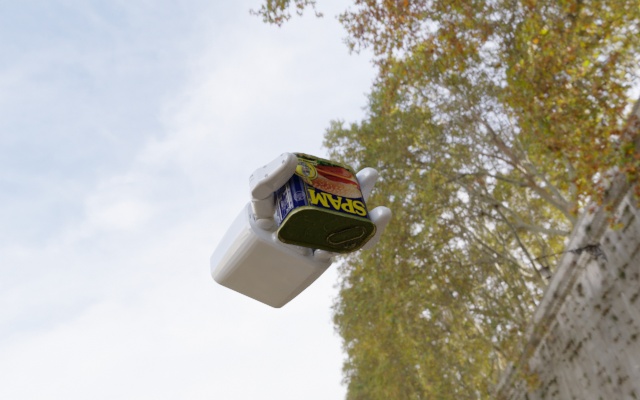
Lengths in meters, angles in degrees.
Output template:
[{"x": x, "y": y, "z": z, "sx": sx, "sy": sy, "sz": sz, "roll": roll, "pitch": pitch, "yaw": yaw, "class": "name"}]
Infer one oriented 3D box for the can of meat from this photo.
[{"x": 0.000, "y": 0.001, "z": 0.504, "sx": 0.102, "sy": 0.084, "sz": 0.057, "roll": 14, "pitch": -46, "yaw": -30, "class": "can of meat"}]
